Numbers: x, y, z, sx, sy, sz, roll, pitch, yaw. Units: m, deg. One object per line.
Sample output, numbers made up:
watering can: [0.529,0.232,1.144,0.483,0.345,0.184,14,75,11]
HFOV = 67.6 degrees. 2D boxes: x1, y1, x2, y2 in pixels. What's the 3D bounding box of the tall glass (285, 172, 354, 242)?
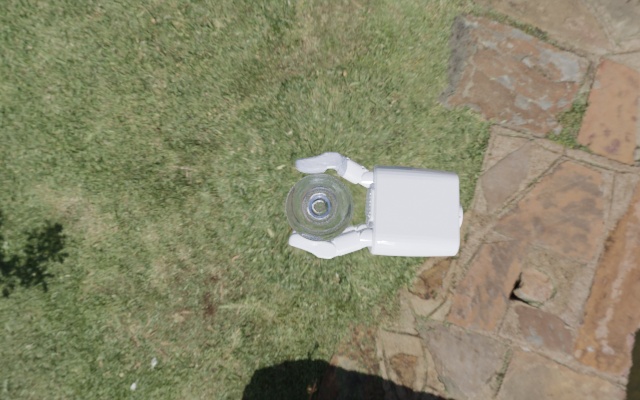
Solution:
tall glass: [0.000,0.002,0.616,0.079,0.079,0.201,0,4,0]
